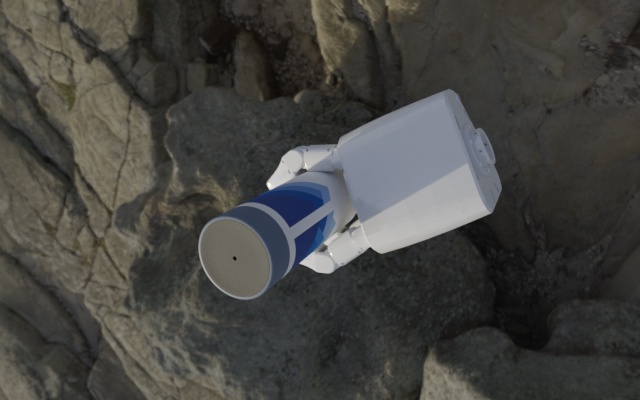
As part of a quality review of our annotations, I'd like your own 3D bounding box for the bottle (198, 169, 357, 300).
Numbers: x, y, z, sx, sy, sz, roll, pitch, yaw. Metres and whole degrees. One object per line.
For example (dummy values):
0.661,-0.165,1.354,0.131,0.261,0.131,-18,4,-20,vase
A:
0.000,0.002,0.475,0.069,0.069,0.295,0,16,27,bottle
